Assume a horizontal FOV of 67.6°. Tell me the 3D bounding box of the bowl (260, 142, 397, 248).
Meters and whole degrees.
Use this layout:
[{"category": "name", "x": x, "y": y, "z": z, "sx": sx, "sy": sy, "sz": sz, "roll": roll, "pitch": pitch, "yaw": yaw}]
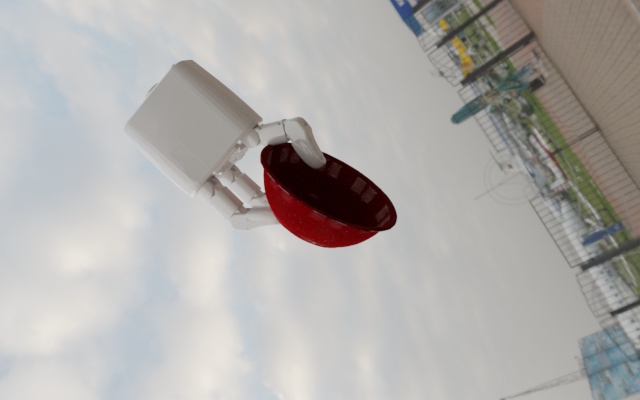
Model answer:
[{"category": "bowl", "x": 0.001, "y": 0.003, "z": 0.517, "sx": 0.162, "sy": 0.055, "sz": 0.162, "roll": 23, "pitch": 24, "yaw": -11}]
